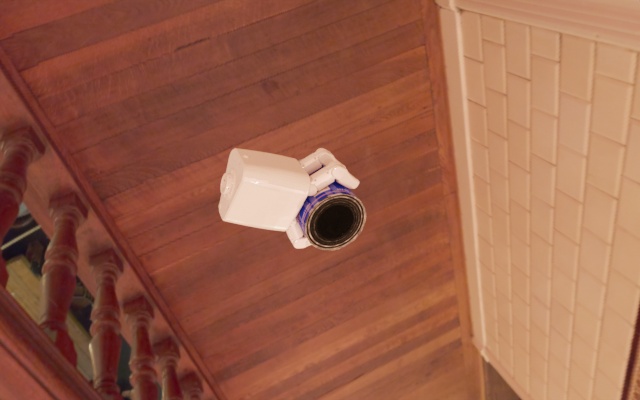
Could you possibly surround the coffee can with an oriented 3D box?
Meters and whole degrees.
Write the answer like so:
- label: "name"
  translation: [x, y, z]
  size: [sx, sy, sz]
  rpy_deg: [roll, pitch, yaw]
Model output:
- label: "coffee can"
  translation: [0.000, 0.003, 0.795]
  size: [0.103, 0.103, 0.140]
  rpy_deg: [0, 28, -24]
